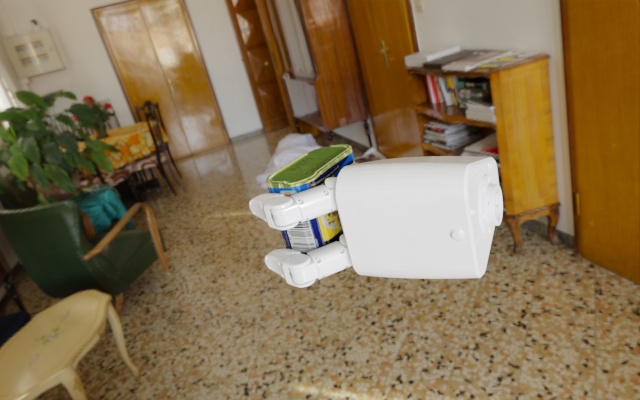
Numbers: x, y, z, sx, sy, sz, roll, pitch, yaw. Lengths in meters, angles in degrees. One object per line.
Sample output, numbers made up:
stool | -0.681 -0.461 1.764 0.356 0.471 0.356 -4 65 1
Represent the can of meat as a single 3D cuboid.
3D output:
can of meat | 0.000 0.001 0.459 0.057 0.084 0.102 1 26 35
